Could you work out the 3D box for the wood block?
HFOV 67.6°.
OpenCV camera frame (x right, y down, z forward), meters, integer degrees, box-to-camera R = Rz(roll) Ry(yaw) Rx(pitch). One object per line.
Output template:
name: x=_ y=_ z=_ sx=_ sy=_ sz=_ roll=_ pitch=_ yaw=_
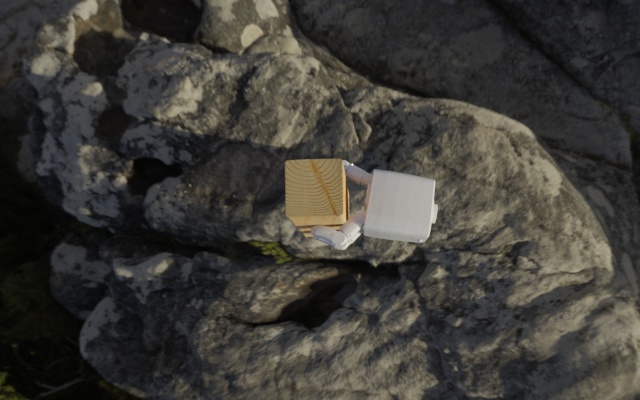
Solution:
wood block: x=0.001 y=0.002 z=0.815 sx=0.090 sy=0.090 sz=0.206 roll=-2 pitch=-13 yaw=5
